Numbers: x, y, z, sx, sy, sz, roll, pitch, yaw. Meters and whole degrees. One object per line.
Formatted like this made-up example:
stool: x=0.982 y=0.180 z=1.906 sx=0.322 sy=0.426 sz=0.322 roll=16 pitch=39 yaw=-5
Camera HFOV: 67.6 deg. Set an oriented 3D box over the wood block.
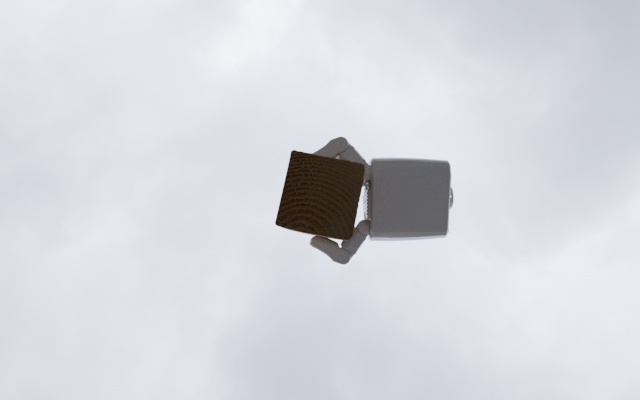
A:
wood block: x=0.000 y=0.002 z=0.638 sx=0.090 sy=0.091 sz=0.206 roll=11 pitch=-5 yaw=1
